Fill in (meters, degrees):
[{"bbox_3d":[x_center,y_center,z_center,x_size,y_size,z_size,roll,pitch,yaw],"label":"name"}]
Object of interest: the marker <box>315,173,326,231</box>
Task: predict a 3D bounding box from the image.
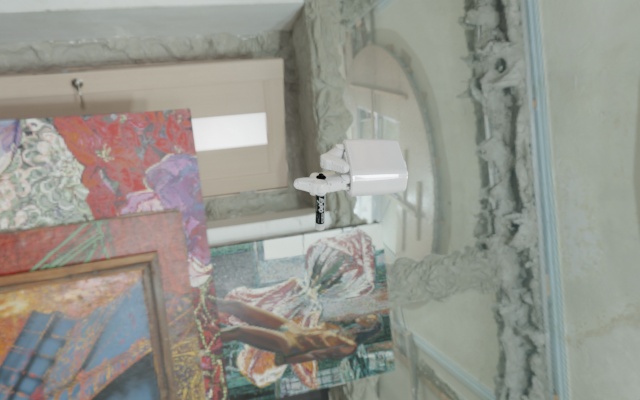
[{"bbox_3d":[0.000,0.003,0.893,0.020,0.121,0.020,1,34,-1],"label":"marker"}]
